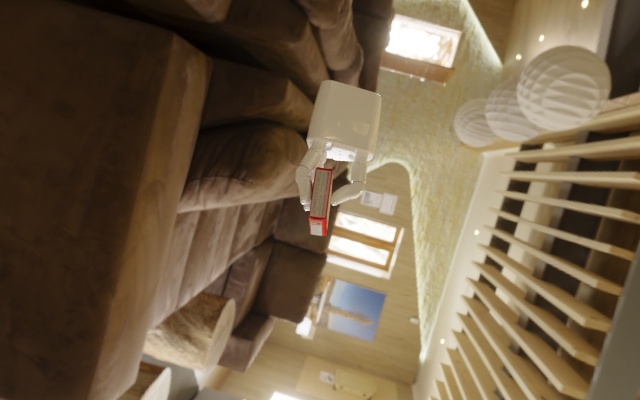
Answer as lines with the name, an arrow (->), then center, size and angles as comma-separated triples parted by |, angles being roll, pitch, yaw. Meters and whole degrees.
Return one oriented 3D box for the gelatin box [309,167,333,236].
gelatin box -> 0.001, 0.003, 0.761 | 0.030, 0.089, 0.073 | 6, -24, 3
